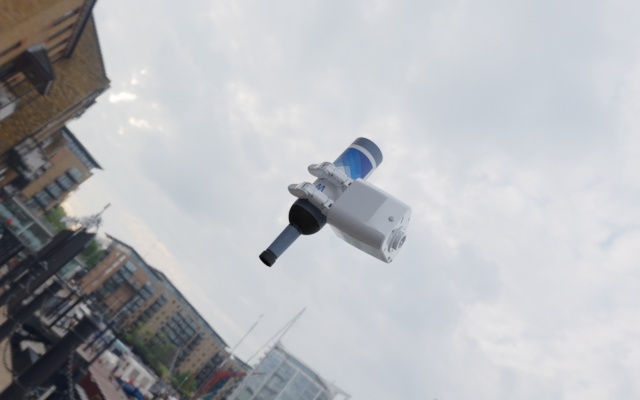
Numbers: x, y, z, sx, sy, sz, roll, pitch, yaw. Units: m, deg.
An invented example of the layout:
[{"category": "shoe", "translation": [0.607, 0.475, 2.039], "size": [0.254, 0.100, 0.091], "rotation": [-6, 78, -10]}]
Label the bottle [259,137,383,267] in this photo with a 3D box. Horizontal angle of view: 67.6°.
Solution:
[{"category": "bottle", "translation": [0.000, 0.003, 0.837], "size": [0.295, 0.069, 0.069], "rotation": [-47, 25, -26]}]
